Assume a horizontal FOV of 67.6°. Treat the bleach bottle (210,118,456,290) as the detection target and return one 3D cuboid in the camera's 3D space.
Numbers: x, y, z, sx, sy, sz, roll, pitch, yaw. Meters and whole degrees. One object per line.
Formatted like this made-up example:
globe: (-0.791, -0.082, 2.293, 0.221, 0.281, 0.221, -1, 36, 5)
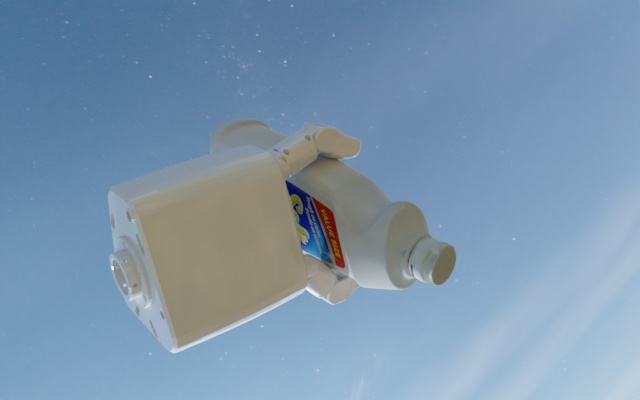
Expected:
bleach bottle: (0.000, 0.001, 0.405, 0.068, 0.103, 0.250, -21, 30, -37)
